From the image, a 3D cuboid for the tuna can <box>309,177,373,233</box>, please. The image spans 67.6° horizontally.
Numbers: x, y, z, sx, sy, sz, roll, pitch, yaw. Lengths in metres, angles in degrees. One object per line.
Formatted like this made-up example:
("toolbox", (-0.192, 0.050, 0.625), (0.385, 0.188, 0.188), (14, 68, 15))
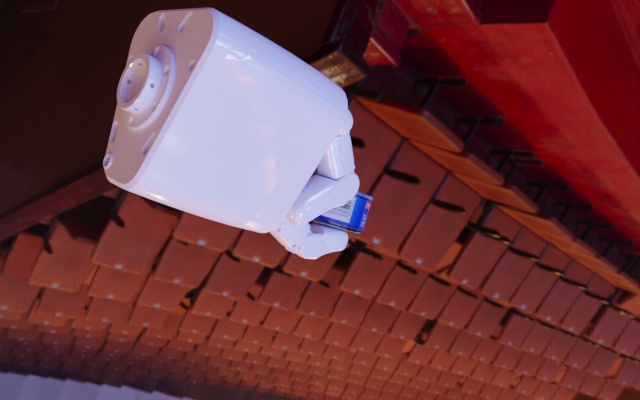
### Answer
("tuna can", (0.000, 0.002, 0.416), (0.086, 0.034, 0.086), (16, -1, 0))
